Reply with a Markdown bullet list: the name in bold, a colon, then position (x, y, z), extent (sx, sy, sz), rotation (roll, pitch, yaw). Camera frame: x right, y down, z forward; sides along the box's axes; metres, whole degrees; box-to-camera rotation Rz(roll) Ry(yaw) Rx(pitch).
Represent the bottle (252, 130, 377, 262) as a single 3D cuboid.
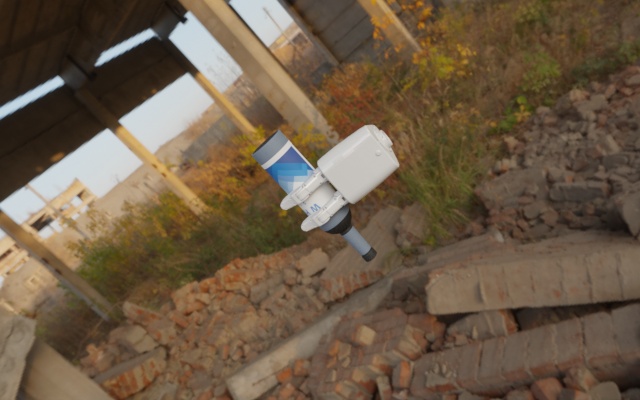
- **bottle**: position (0.000, 0.003, 0.872), extent (0.069, 0.296, 0.069), rotation (-40, 15, 12)
